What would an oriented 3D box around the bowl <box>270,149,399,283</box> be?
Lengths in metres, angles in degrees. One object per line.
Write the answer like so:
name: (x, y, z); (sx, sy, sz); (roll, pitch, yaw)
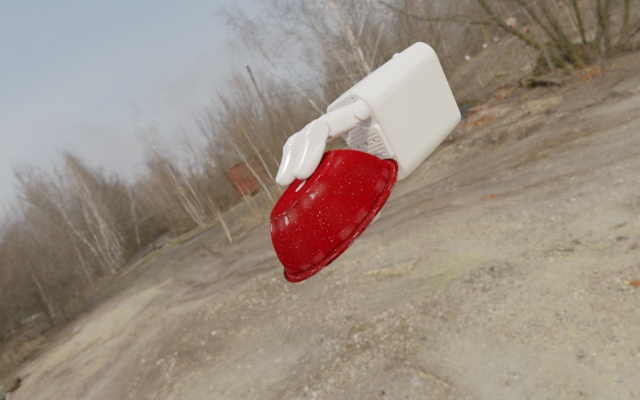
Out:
bowl: (-0.001, 0.002, 0.473); (0.055, 0.162, 0.162); (42, -12, -13)
